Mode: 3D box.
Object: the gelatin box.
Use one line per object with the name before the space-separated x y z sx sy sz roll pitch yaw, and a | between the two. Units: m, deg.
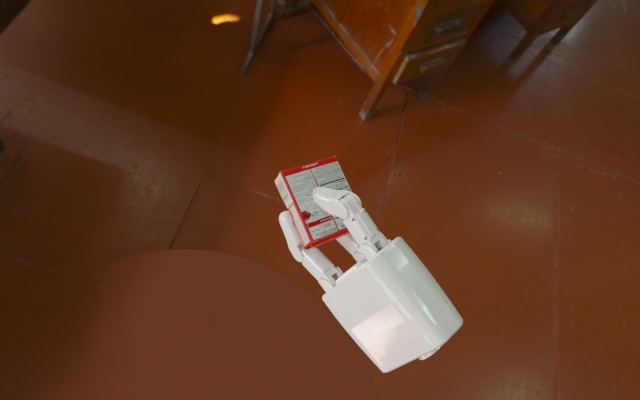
gelatin box | 0.000 0.001 0.532 0.073 0.089 0.030 -19 -13 -26
